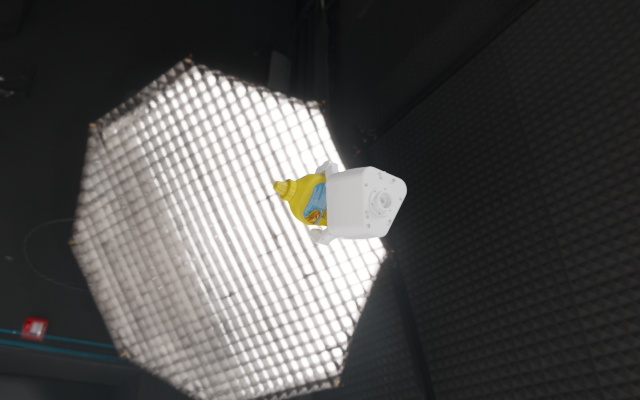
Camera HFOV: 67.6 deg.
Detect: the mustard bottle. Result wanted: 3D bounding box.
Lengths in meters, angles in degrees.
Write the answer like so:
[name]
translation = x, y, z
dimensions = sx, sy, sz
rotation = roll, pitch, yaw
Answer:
[mustard bottle]
translation = 0.000, 0.003, 0.883
dimensions = 0.192, 0.096, 0.058
rotation = 20, 9, -27
